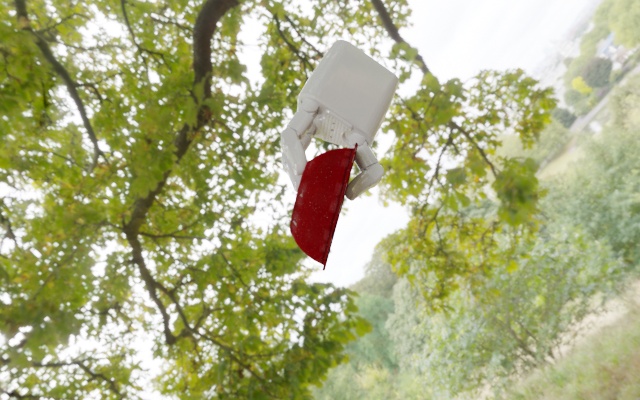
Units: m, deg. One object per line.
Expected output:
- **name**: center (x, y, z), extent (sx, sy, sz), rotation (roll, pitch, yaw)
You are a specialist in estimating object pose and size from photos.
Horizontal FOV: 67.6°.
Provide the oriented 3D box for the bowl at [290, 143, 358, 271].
- **bowl**: center (-0.001, 0.003, 0.587), extent (0.055, 0.162, 0.162), rotation (14, 0, 2)
